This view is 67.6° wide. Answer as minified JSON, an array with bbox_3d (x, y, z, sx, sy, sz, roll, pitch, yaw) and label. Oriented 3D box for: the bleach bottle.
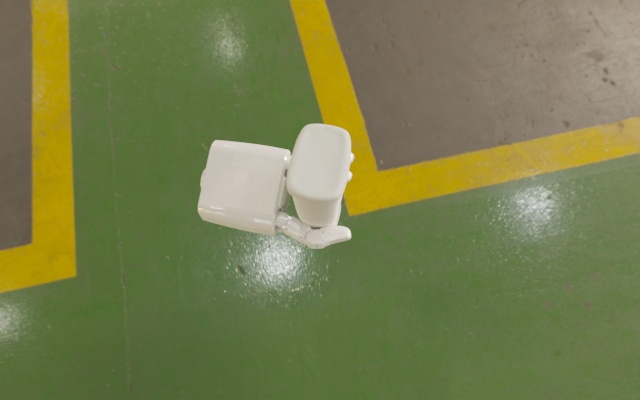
[{"bbox_3d":[0.000,0.002,0.654,0.068,0.102,0.251,10,-23,5],"label":"bleach bottle"}]
